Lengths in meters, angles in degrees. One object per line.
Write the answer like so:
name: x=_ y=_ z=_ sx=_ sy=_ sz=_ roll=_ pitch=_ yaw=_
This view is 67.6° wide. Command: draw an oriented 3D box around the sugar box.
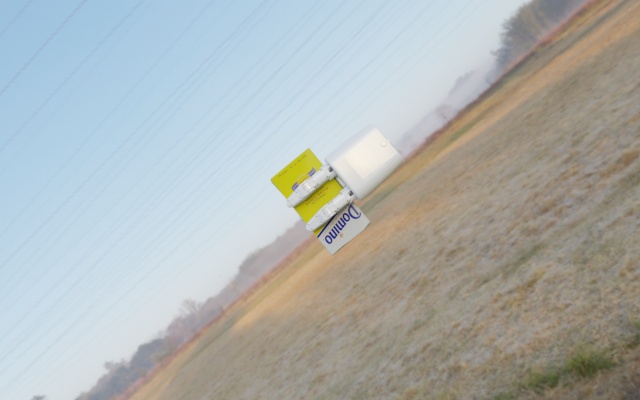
sugar box: x=0.000 y=0.003 z=0.860 sx=0.093 sy=0.176 sz=0.048 roll=-40 pitch=-5 yaw=-2
